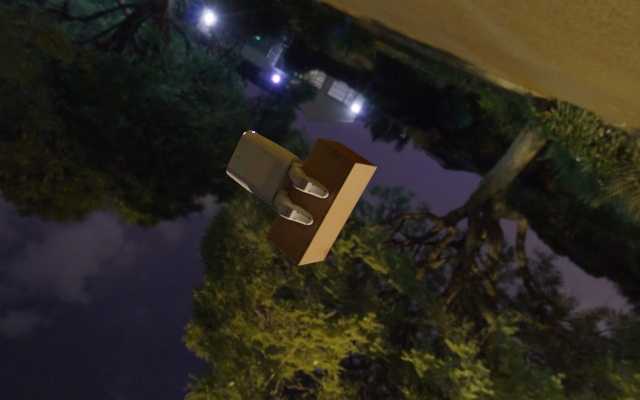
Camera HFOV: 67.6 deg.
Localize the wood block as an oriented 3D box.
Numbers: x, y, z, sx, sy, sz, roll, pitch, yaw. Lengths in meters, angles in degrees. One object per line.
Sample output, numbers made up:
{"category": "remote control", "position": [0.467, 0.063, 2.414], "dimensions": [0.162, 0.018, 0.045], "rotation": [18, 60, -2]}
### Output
{"category": "wood block", "position": [0.000, 0.003, 0.855], "dimensions": [0.090, 0.206, 0.091], "rotation": [36, 18, 25]}
